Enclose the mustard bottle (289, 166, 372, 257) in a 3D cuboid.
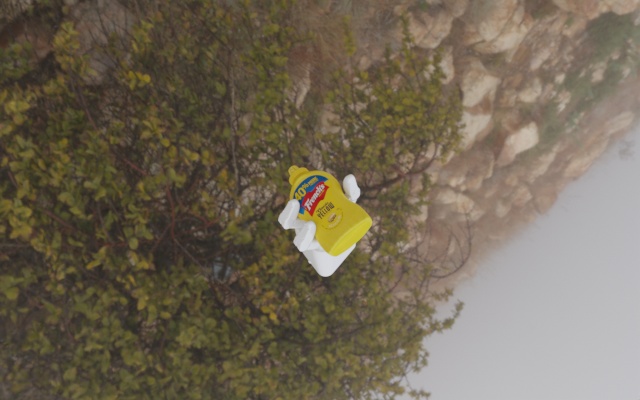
[{"bbox_3d":[0.000,0.003,0.858,0.191,0.096,0.058,50,7,31],"label":"mustard bottle"}]
